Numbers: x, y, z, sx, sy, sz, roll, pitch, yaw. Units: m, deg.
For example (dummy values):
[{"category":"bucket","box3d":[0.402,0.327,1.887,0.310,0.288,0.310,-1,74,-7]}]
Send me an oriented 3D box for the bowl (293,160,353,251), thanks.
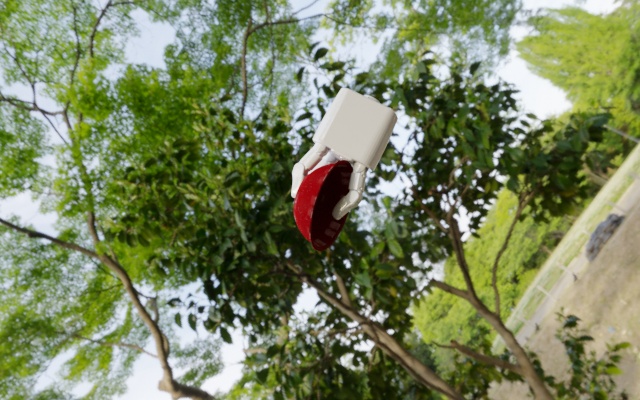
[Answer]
[{"category":"bowl","box3d":[-0.001,0.004,0.820,0.055,0.162,0.162,17,7,23]}]
